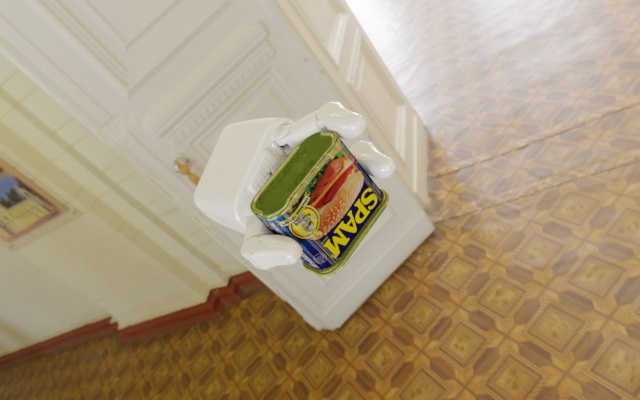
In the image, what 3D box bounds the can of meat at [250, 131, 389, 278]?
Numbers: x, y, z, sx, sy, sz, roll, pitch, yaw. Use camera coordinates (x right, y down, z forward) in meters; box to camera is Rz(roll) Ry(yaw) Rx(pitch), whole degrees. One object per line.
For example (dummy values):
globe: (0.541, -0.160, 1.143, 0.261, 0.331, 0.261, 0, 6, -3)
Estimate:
can of meat: (0.000, 0.001, 0.423, 0.057, 0.102, 0.084, 15, -28, 54)
